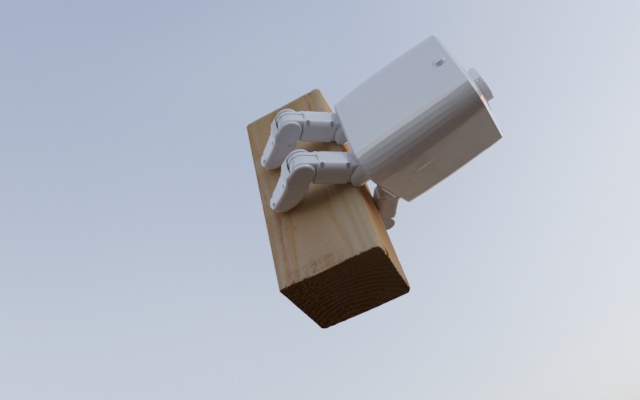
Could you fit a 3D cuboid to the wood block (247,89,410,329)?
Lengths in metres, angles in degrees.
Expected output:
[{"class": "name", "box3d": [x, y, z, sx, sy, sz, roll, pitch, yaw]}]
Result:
[{"class": "wood block", "box3d": [0.001, 0.001, 0.460, 0.090, 0.206, 0.091, -26, -42, 10]}]
